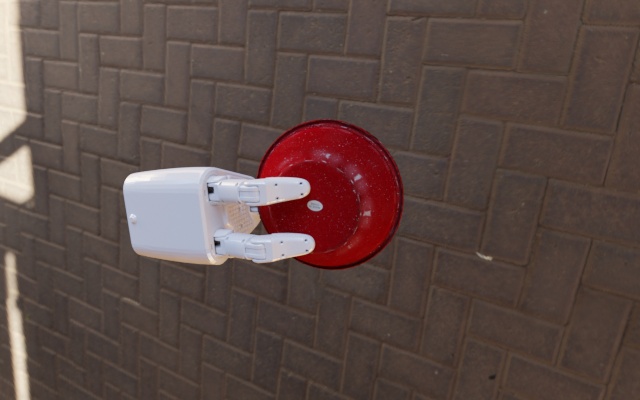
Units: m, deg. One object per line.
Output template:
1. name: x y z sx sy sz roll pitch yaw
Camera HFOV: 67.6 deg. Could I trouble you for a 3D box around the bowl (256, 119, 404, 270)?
1. bowl: 0.001 0.001 0.478 0.162 0.162 0.055 0 12 15
